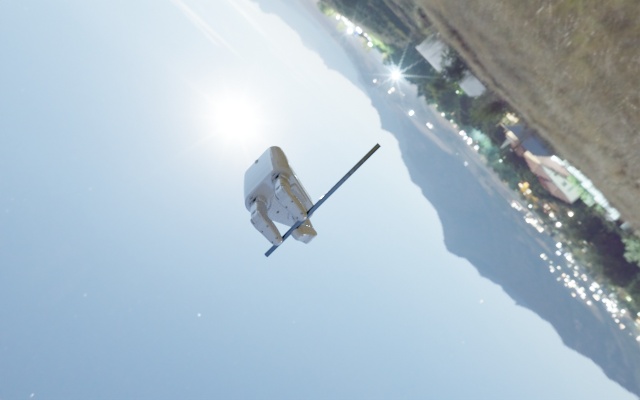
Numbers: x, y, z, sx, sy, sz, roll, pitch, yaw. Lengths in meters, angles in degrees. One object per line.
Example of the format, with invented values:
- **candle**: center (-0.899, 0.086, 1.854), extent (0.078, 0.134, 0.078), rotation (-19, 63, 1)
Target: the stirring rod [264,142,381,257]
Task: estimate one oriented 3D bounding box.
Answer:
- **stirring rod**: center (0.000, 0.002, 0.706), extent (0.239, 0.011, 0.011), rotation (-44, -13, 13)
